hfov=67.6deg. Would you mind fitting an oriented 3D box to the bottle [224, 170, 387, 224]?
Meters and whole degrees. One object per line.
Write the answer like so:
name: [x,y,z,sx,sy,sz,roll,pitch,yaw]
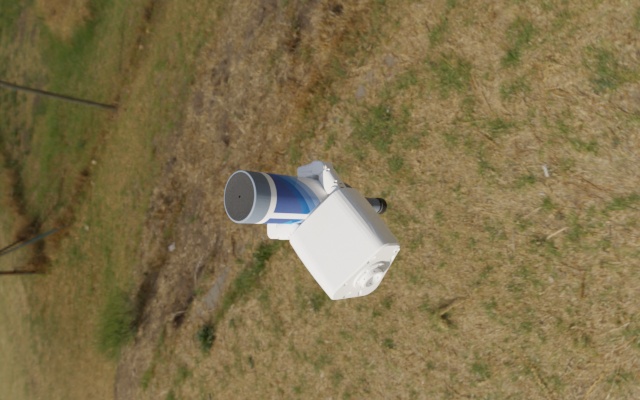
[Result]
bottle: [0.000,0.002,0.701,0.069,0.069,0.296,0,-3,44]
